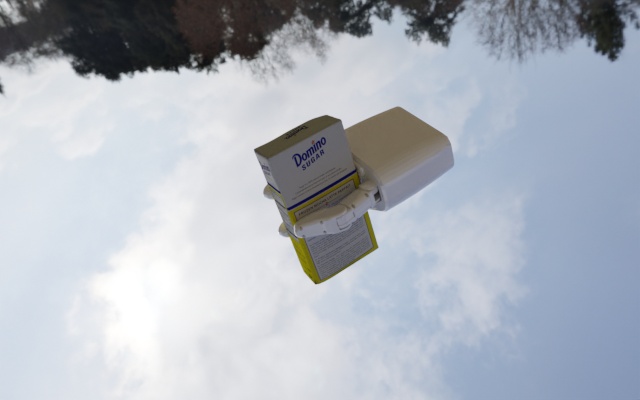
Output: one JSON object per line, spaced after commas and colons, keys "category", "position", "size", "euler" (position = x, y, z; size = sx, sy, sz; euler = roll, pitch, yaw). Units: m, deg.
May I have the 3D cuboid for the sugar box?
{"category": "sugar box", "position": [0.000, 0.002, 0.539], "size": [0.093, 0.176, 0.048], "euler": [-30, 30, -18]}
